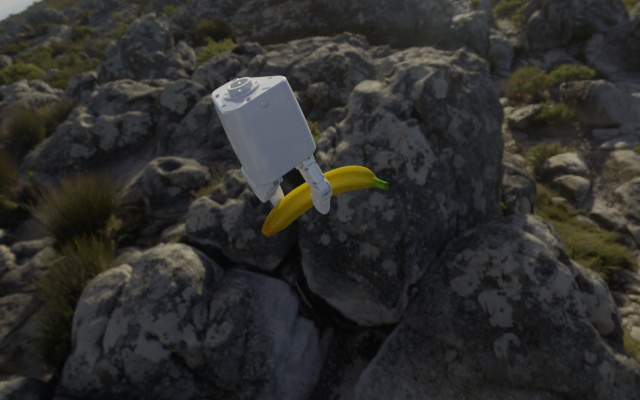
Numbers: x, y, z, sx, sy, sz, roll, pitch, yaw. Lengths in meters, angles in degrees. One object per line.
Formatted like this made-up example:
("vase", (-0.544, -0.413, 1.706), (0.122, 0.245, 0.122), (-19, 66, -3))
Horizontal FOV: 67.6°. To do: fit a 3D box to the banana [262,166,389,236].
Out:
("banana", (-0.001, -0.008, 0.715), (0.198, 0.037, 0.069), (-23, 33, -1))
